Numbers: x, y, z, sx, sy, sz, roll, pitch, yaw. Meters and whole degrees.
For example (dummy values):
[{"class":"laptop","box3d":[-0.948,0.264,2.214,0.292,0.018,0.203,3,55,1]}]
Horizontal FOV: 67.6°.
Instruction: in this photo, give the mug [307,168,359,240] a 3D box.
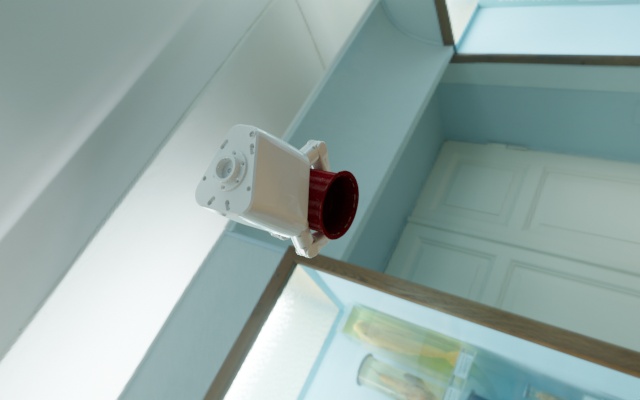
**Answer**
[{"class":"mug","box3d":[0.001,0.002,0.660,0.081,0.093,0.117,13,-8,33]}]
